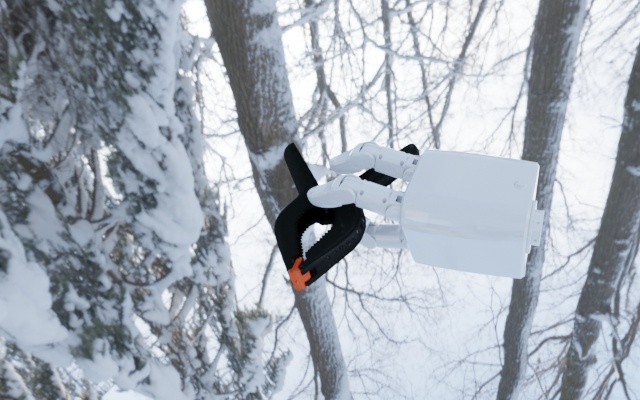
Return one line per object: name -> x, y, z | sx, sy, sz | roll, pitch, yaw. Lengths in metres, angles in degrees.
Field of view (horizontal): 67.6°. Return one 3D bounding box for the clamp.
clamp -> 0.000, 0.003, 0.511 | 0.164, 0.036, 0.210 | 8, 46, 27
